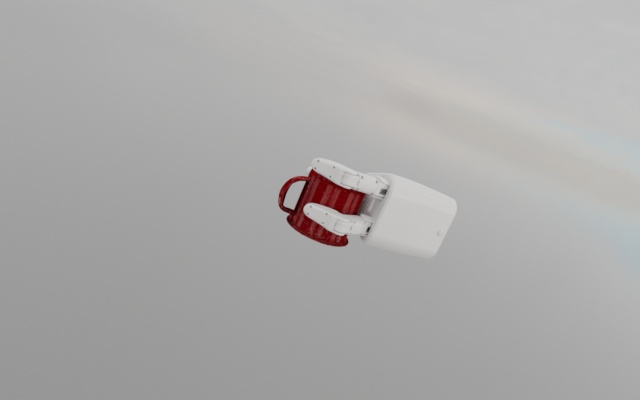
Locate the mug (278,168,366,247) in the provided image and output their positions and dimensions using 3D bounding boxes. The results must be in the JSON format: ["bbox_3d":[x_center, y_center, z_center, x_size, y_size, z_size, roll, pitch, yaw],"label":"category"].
[{"bbox_3d":[-0.001,0.001,0.647,0.117,0.081,0.093,18,15,-19],"label":"mug"}]
